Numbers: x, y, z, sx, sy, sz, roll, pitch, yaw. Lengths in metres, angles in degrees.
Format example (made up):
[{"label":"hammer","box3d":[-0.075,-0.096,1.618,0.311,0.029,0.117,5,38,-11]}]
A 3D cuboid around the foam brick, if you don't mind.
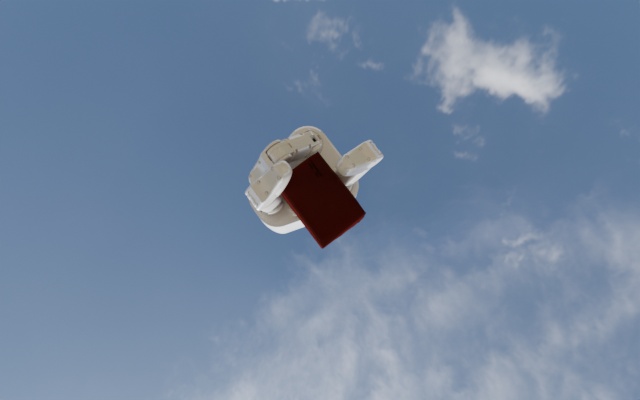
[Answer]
[{"label":"foam brick","box3d":[0.000,0.002,0.468,0.053,0.078,0.051,-36,-8,-6]}]
